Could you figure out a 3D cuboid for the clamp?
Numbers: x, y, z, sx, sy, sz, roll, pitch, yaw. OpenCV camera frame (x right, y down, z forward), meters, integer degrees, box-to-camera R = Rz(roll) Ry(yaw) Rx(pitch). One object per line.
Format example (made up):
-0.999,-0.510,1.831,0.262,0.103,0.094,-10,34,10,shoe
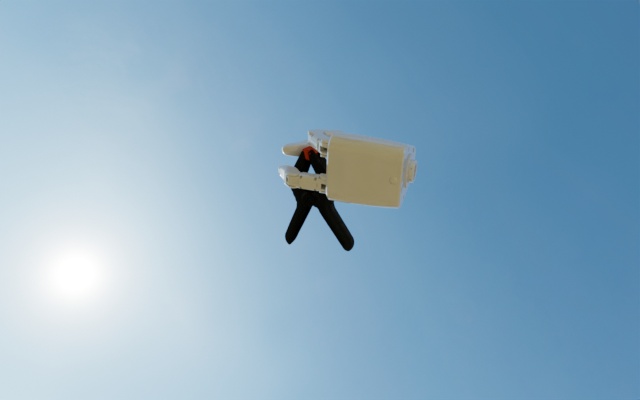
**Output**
0.000,0.002,0.743,0.120,0.171,0.039,10,25,18,clamp
